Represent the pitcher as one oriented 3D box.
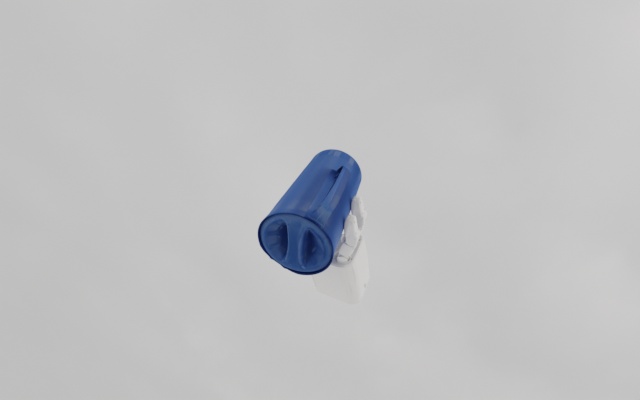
[{"bbox_3d":[0.000,0.003,0.860,0.149,0.145,0.242,-1,35,24],"label":"pitcher"}]
